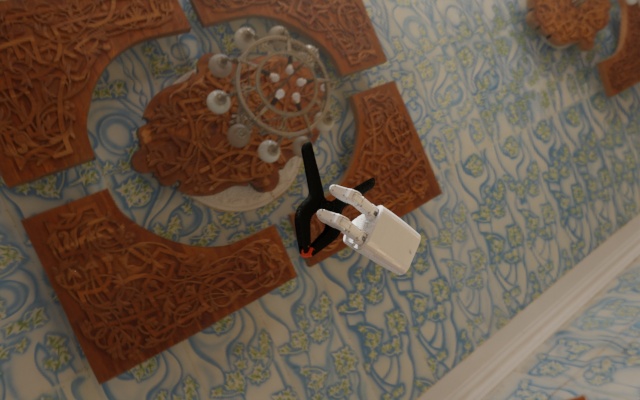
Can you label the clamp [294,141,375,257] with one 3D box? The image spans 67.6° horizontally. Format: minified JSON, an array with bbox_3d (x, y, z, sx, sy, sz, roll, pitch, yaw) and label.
[{"bbox_3d":[0.000,0.004,0.893,0.164,0.210,0.036,33,-21,-16],"label":"clamp"}]
